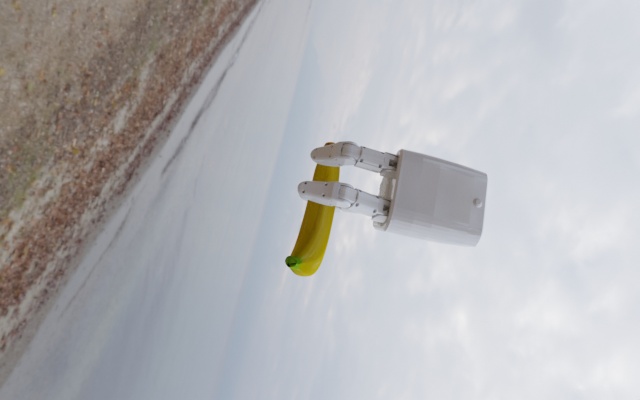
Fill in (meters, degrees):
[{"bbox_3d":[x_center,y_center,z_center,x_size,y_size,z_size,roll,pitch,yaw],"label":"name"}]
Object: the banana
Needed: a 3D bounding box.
[{"bbox_3d":[-0.003,0.017,0.554,0.037,0.197,0.070,12,-43,3],"label":"banana"}]
